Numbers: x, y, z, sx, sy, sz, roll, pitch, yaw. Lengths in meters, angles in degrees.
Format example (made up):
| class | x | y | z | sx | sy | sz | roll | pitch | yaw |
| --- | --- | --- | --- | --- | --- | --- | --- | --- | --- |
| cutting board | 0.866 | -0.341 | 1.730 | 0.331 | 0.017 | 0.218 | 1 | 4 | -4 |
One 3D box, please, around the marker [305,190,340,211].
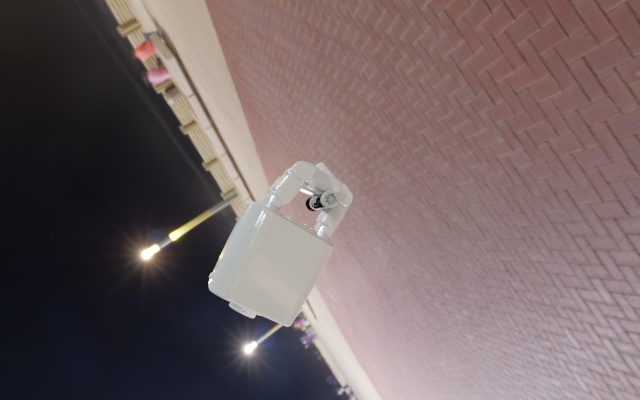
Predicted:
| class | x | y | z | sx | sy | sz | roll | pitch | yaw |
| --- | --- | --- | --- | --- | --- | --- | --- | --- | --- |
| marker | 0.000 | 0.002 | 0.571 | 0.020 | 0.020 | 0.121 | 0 | -3 | -11 |
